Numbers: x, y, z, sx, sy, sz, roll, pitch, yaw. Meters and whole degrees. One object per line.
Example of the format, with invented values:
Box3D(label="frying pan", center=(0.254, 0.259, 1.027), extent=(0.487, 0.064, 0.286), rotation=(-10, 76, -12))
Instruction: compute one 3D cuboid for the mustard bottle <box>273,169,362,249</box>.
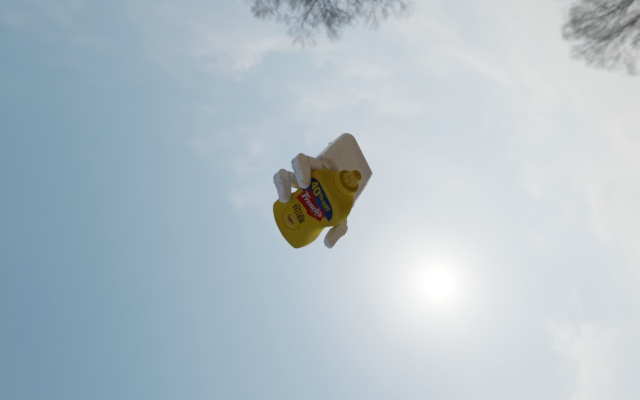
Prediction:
Box3D(label="mustard bottle", center=(0.000, 0.003, 0.799), extent=(0.058, 0.096, 0.192), rotation=(-14, -17, -47))
